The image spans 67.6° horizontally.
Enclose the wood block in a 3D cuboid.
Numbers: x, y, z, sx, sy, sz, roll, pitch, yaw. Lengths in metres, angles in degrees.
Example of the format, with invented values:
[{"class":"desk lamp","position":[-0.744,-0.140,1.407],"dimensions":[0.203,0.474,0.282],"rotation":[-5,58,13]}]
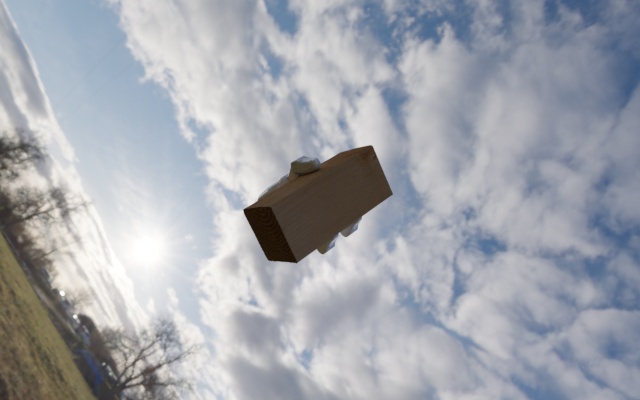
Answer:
[{"class":"wood block","position":[0.000,0.002,0.730],"dimensions":[0.206,0.091,0.090],"rotation":[-33,15,-32]}]
